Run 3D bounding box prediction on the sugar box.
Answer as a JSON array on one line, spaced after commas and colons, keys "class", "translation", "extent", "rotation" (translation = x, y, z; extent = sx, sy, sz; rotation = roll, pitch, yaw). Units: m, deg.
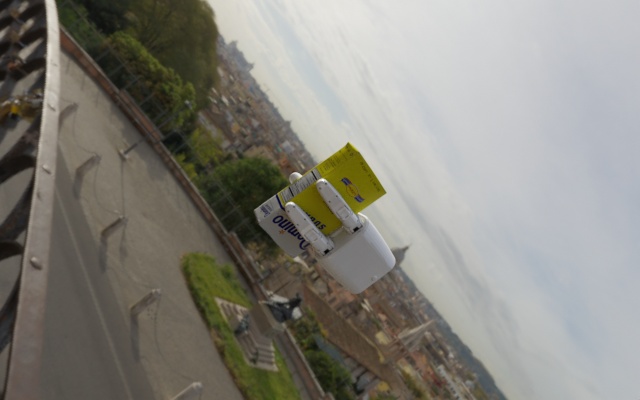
[{"class": "sugar box", "translation": [0.000, 0.003, 0.704], "extent": [0.176, 0.093, 0.048], "rotation": [-38, 35, 3]}]
